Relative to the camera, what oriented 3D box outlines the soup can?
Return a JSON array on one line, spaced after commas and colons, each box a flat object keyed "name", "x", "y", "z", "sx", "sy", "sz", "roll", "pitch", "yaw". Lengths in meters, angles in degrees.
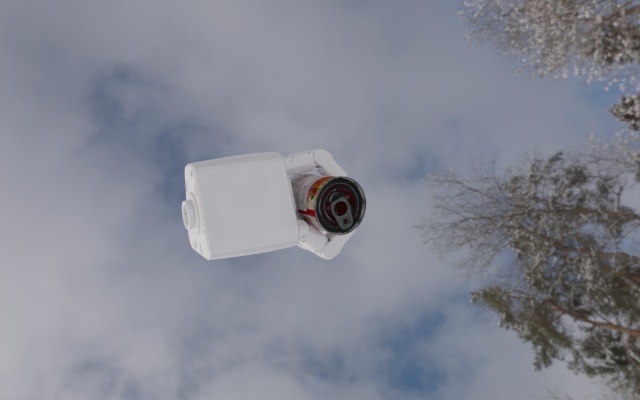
[{"name": "soup can", "x": 0.000, "y": 0.002, "z": 0.587, "sx": 0.068, "sy": 0.068, "sz": 0.102, "roll": 0, "pitch": 5, "yaw": -28}]
